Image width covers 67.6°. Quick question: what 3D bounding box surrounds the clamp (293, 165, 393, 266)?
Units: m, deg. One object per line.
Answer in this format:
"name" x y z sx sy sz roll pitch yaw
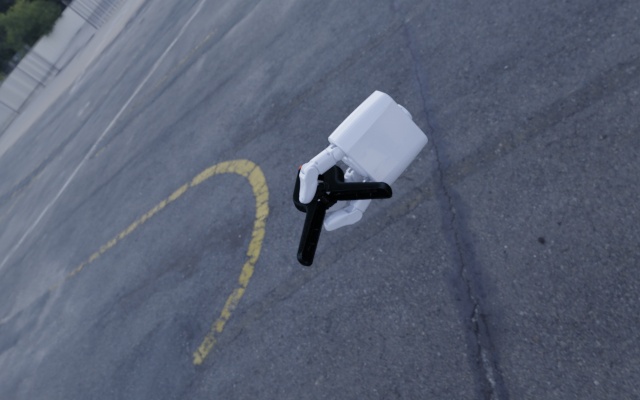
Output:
"clamp" 0.000 0.002 0.735 0.036 0.164 0.210 48 -2 -33
